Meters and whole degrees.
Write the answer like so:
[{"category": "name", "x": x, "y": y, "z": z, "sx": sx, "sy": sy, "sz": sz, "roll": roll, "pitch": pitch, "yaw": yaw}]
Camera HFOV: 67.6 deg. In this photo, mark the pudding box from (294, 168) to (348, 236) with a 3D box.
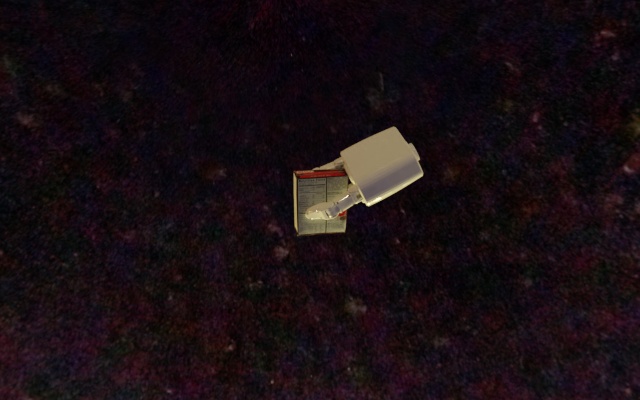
[{"category": "pudding box", "x": 0.000, "y": 0.003, "z": 0.822, "sx": 0.090, "sy": 0.113, "sz": 0.039, "roll": -3, "pitch": 24, "yaw": -8}]
